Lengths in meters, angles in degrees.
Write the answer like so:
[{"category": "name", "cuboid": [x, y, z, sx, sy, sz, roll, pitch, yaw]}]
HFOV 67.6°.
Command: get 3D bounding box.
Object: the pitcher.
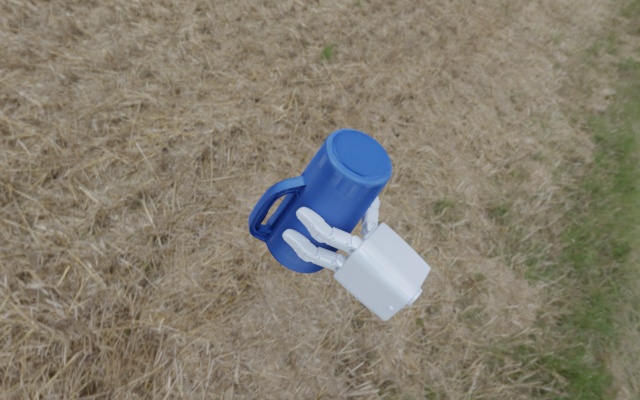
[{"category": "pitcher", "cuboid": [0.000, 0.003, 0.757, 0.149, 0.145, 0.243, -40, -11, -44]}]
